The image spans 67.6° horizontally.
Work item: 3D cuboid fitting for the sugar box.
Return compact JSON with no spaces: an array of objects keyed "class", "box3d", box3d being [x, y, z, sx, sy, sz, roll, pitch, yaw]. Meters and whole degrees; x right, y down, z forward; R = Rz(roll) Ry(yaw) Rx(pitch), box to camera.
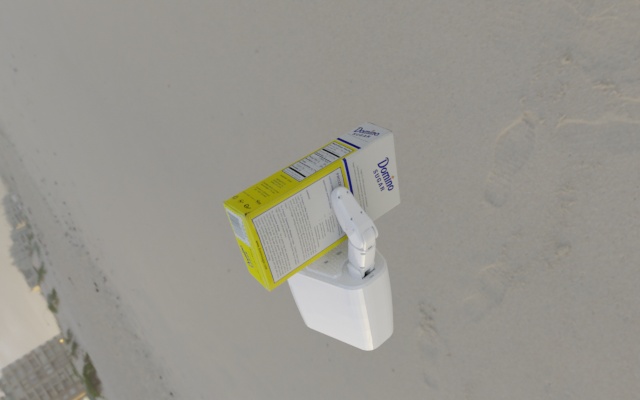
[{"class":"sugar box","box3d":[0.000,0.002,0.473,0.176,0.093,0.048,-33,40,-26]}]
